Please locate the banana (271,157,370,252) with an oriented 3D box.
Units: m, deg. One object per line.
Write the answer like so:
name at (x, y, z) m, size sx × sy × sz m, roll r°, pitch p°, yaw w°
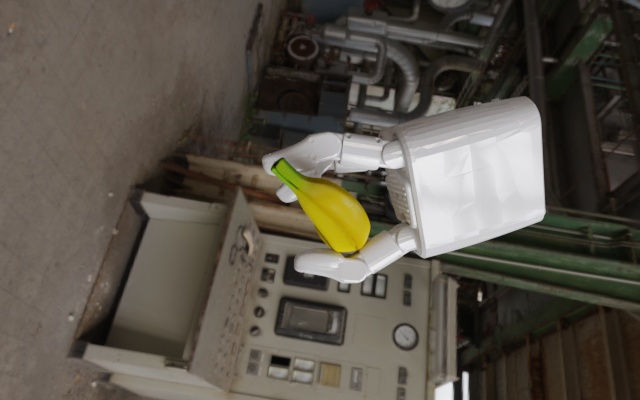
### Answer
banana at (0.011, 0.014, 0.395) m, size 0.037 × 0.069 × 0.198 m, roll -40°, pitch -15°, yaw -4°
